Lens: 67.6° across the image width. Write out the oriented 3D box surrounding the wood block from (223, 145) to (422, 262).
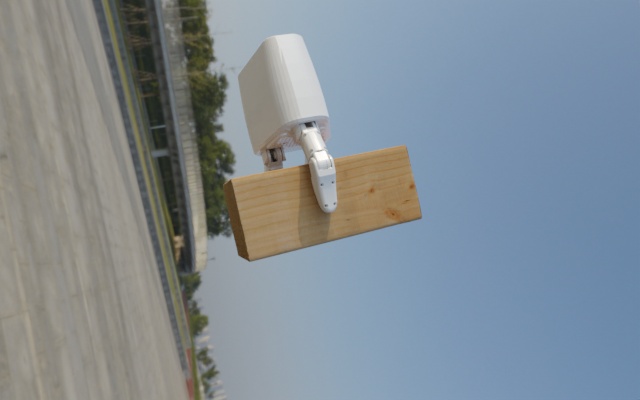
[{"bbox_3d":[0.000,0.001,0.562,0.206,0.090,0.091,-13,1,-17],"label":"wood block"}]
